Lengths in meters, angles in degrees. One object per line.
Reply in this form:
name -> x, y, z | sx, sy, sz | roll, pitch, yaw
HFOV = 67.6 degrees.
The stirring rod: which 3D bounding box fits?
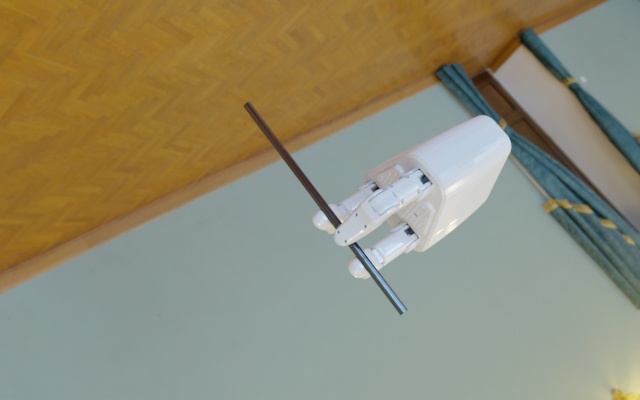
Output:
stirring rod -> 0.000, 0.001, 0.431 | 0.011, 0.239, 0.011 | -35, -13, -10
